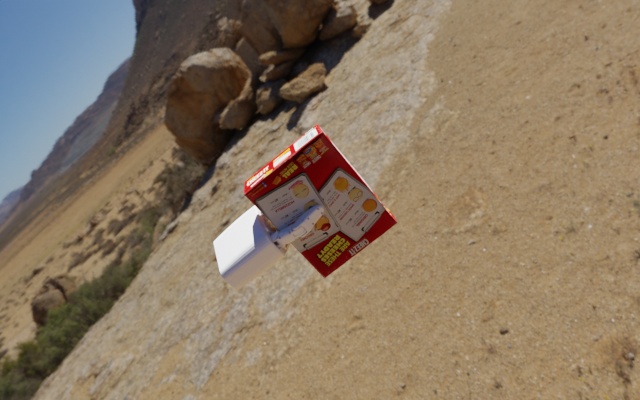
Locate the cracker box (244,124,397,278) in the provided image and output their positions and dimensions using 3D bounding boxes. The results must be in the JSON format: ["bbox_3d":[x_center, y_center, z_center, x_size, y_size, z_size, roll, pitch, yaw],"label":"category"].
[{"bbox_3d":[0.000,0.003,0.818,0.164,0.214,0.072,-38,23,9],"label":"cracker box"}]
